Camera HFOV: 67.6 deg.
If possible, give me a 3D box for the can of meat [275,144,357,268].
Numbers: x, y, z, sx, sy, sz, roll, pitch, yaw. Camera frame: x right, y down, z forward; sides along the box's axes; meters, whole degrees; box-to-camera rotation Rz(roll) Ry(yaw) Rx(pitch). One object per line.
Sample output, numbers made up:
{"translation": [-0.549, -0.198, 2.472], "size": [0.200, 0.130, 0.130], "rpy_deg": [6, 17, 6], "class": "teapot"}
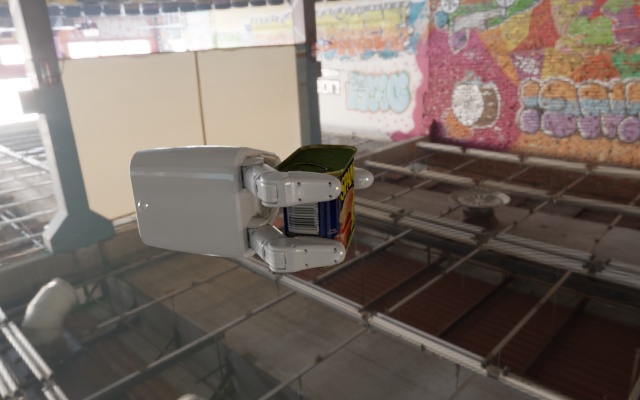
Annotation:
{"translation": [0.000, 0.002, 0.428], "size": [0.057, 0.084, 0.102], "rpy_deg": [2, 19, 12], "class": "can of meat"}
